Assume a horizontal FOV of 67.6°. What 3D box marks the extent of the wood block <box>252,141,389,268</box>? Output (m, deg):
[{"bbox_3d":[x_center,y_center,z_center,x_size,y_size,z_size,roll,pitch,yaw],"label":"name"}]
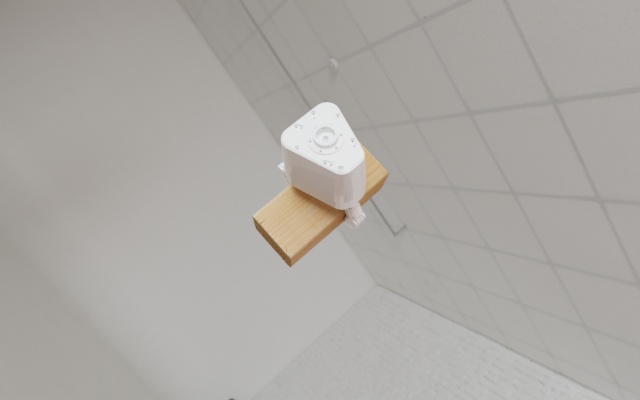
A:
[{"bbox_3d":[0.000,0.003,0.771,0.206,0.091,0.090,-40,-10,-14],"label":"wood block"}]
